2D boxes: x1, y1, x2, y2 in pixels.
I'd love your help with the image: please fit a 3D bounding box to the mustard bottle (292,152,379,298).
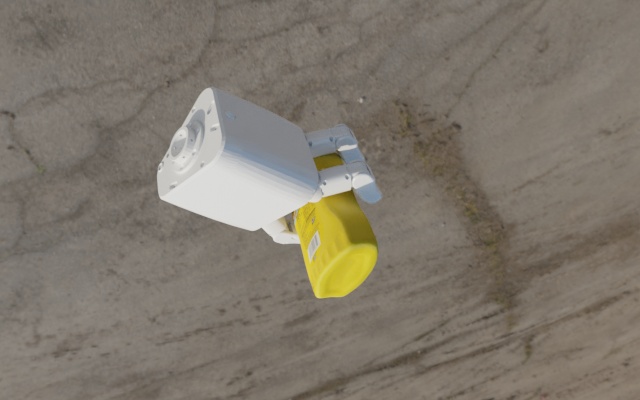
[{"bbox_3d":[0.000,0.002,0.519,0.058,0.191,0.096,0,-42,-24],"label":"mustard bottle"}]
